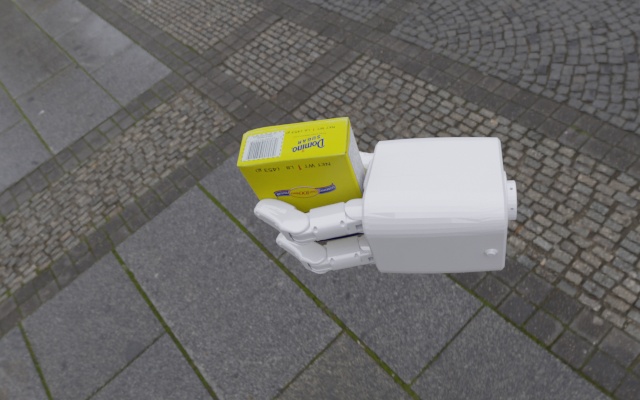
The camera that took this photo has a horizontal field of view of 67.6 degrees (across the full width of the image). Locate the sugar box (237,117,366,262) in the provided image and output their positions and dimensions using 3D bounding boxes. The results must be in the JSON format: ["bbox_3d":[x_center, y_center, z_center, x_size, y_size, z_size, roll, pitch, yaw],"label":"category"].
[{"bbox_3d":[0.000,0.002,0.447,0.093,0.048,0.176,-4,-37,16],"label":"sugar box"}]
